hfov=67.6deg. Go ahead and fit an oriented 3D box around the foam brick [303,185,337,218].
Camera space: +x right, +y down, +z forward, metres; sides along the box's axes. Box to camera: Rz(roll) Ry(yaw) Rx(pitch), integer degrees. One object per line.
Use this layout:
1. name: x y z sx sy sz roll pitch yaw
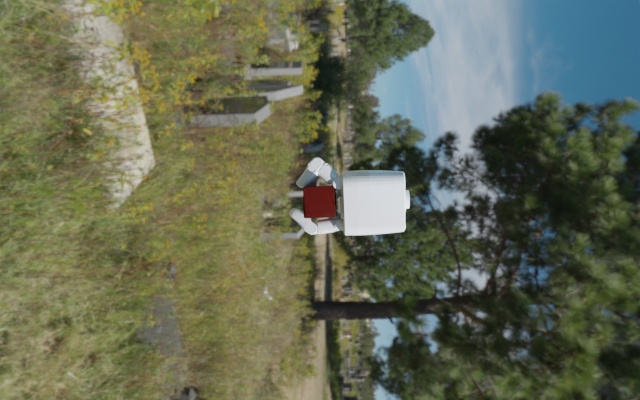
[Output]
1. foam brick: 0.000 0.003 0.810 0.051 0.053 0.078 -2 0 4
